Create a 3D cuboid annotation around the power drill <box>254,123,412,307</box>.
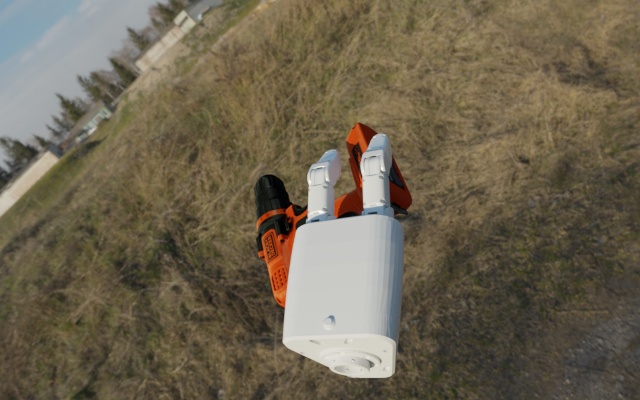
[{"bbox_3d":[0.000,0.002,0.536,0.057,0.184,0.188,22,-53,-42],"label":"power drill"}]
